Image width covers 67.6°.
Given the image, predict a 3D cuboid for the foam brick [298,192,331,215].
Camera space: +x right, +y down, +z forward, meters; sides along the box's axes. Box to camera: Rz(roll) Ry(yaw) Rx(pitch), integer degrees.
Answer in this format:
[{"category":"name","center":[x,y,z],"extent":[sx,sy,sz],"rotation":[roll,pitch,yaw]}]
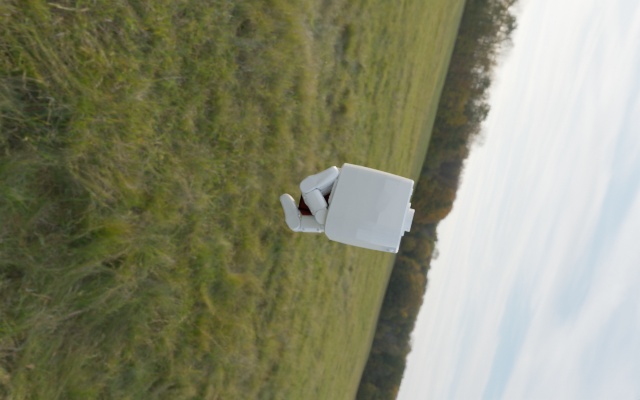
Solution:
[{"category":"foam brick","center":[0.000,0.002,0.759],"extent":[0.051,0.053,0.078],"rotation":[11,-10,10]}]
